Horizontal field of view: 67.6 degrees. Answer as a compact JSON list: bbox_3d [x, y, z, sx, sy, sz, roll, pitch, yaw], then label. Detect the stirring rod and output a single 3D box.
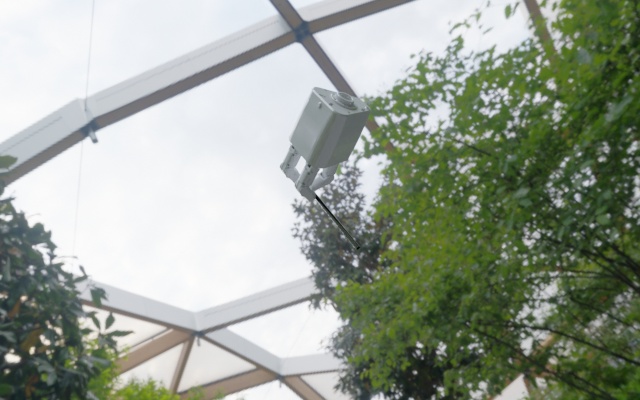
[{"bbox_3d":[0.000,0.003,0.873,0.011,0.011,0.239,0,40,-44],"label":"stirring rod"}]
